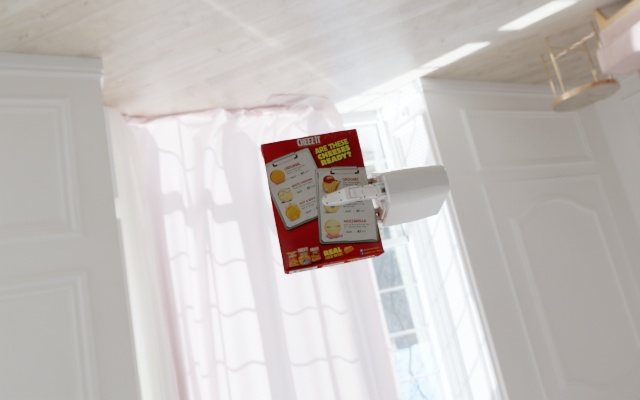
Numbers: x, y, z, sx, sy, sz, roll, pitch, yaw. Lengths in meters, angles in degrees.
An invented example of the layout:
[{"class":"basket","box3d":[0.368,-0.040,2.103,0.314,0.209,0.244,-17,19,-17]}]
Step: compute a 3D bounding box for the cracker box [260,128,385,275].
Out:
[{"class":"cracker box","box3d":[0.000,0.003,0.792,0.164,0.213,0.072,-10,-12,-7]}]
